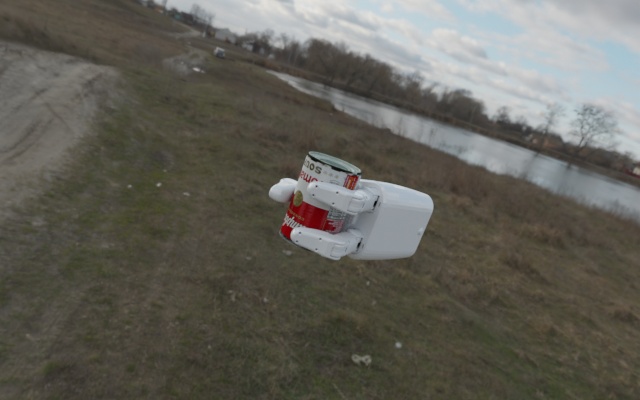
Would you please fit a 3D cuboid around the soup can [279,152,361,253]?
[{"bbox_3d":[0.000,0.001,0.558,0.068,0.102,0.068,19,14,-5],"label":"soup can"}]
